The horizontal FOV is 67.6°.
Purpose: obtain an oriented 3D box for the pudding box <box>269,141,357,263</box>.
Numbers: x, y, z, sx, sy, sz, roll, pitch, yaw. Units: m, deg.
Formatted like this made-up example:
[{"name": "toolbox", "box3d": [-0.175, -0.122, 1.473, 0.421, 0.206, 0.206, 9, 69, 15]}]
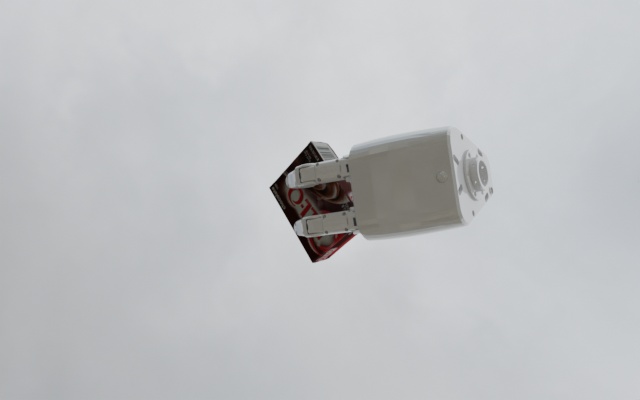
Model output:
[{"name": "pudding box", "box3d": [0.000, 0.002, 0.555, 0.039, 0.113, 0.090, -4, -32, -50]}]
